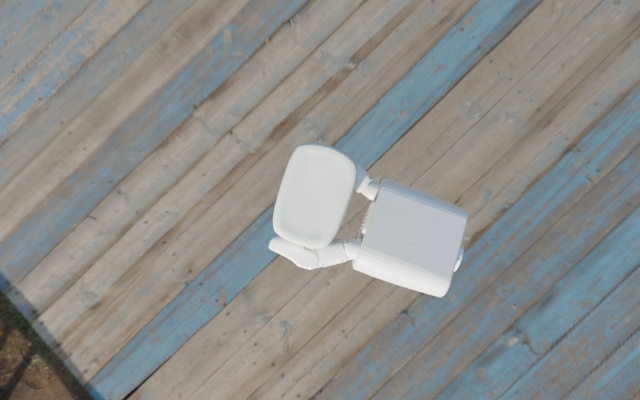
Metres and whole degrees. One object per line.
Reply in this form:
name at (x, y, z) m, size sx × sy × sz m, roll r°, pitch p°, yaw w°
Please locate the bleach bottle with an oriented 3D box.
bleach bottle at (0.000, 0.002, 0.572) m, size 0.068 × 0.102 × 0.251 m, roll 19°, pitch -1°, yaw 4°
